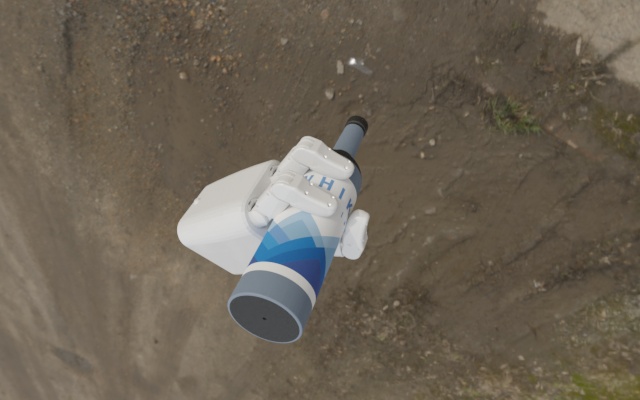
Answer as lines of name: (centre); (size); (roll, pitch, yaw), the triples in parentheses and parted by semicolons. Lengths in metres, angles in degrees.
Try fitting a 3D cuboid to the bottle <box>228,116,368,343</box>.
bottle: (0.000, 0.002, 0.491); (0.069, 0.069, 0.295); (0, 41, 24)
